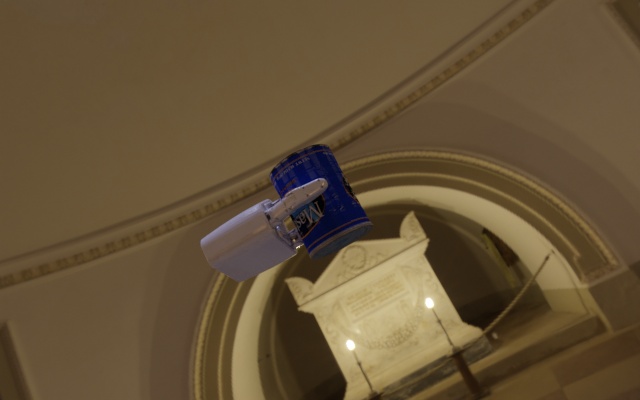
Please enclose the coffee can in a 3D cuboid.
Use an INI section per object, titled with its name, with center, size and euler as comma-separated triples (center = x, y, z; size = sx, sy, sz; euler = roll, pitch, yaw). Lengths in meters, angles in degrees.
[coffee can]
center = 0.000, 0.002, 0.710
size = 0.103, 0.140, 0.103
euler = -26, -14, -7
